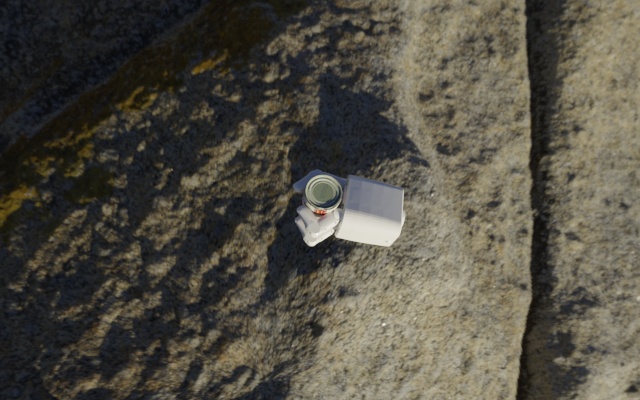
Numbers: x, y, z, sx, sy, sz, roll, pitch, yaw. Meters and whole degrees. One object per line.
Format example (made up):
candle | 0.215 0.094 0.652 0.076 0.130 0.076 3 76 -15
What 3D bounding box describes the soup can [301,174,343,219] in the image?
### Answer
soup can | 0.000 0.002 0.864 0.068 0.068 0.102 0 -21 -7
